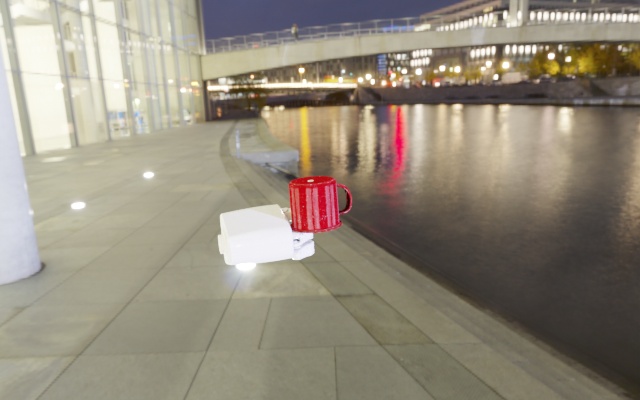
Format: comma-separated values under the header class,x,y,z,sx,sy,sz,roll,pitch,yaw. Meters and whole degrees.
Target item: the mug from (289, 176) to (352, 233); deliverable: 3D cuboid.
class,x,y,z,sx,sy,sz,roll,pitch,yaw
mug,0.002,0.002,0.824,0.117,0.081,0.093,-8,13,-18
